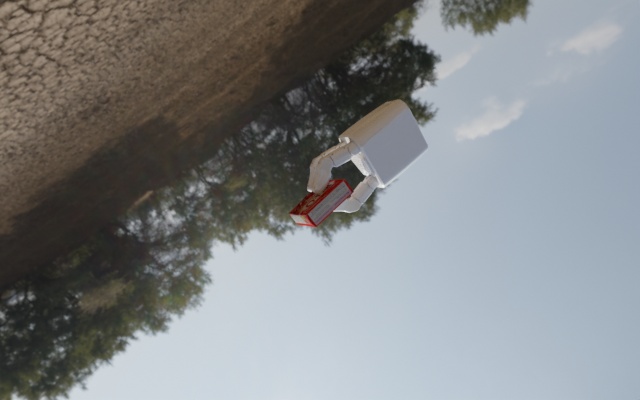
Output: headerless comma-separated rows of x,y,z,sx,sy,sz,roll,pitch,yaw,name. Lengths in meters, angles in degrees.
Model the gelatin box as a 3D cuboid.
0.000,0.003,0.769,0.089,0.030,0.073,-43,18,-18,gelatin box
